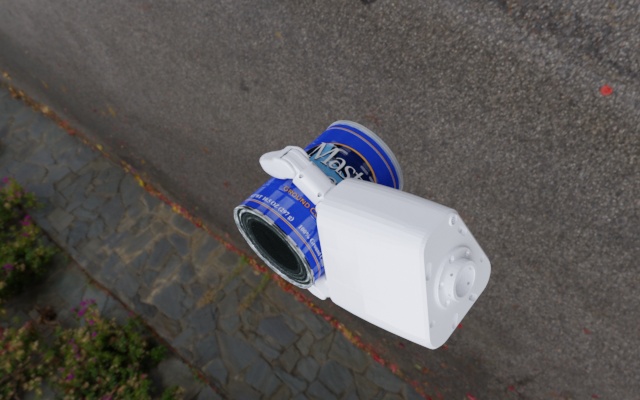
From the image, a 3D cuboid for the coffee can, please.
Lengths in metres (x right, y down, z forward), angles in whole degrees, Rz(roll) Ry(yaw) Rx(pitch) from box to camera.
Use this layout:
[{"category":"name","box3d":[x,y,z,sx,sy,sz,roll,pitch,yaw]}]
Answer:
[{"category":"coffee can","box3d":[0.000,0.001,0.475,0.140,0.103,0.103,-44,22,-25]}]
